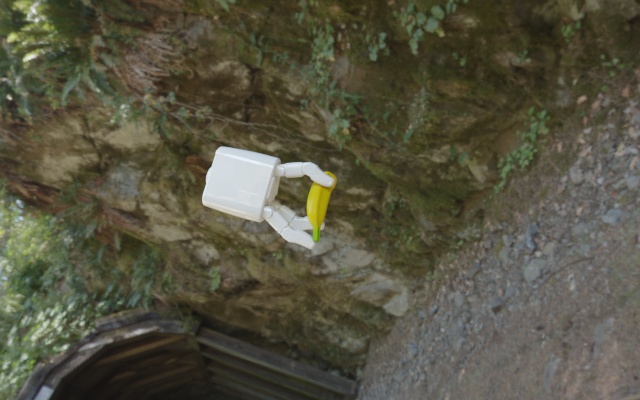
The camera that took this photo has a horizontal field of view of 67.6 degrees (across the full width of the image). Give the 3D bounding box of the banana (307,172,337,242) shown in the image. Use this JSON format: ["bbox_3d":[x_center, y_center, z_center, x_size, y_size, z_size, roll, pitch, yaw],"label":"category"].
[{"bbox_3d":[0.002,-0.011,0.859,0.037,0.070,0.197,12,33,5],"label":"banana"}]
